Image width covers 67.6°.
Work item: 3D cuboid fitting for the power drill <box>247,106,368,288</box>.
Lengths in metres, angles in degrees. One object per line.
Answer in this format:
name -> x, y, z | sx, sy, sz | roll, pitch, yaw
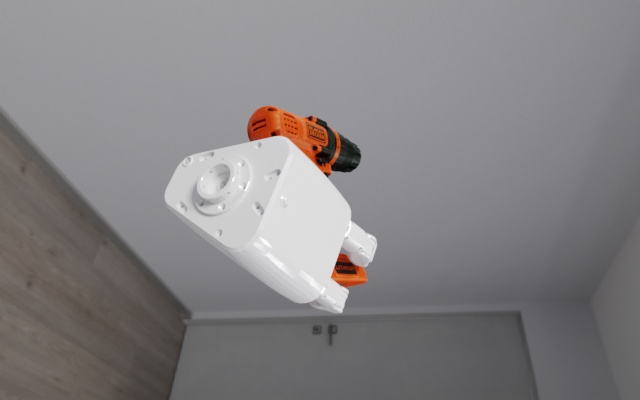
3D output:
power drill -> 0.000, 0.002, 0.523 | 0.057, 0.187, 0.184 | -20, -18, 33
